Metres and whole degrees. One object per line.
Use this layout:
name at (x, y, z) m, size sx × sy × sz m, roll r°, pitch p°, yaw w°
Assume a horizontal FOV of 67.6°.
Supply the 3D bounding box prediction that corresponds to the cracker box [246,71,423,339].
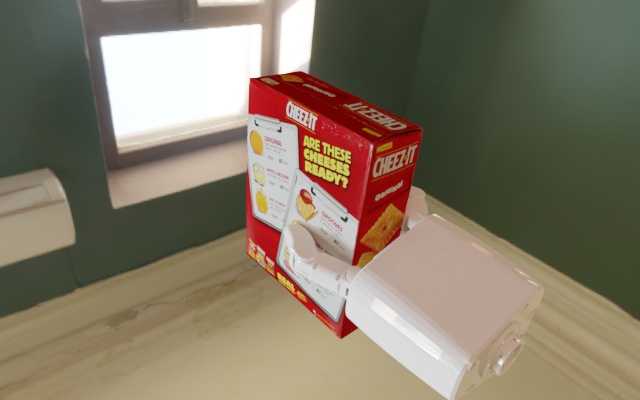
cracker box at (0.000, 0.002, 0.471) m, size 0.072 × 0.214 × 0.164 m, roll -22°, pitch 42°, yaw -37°
